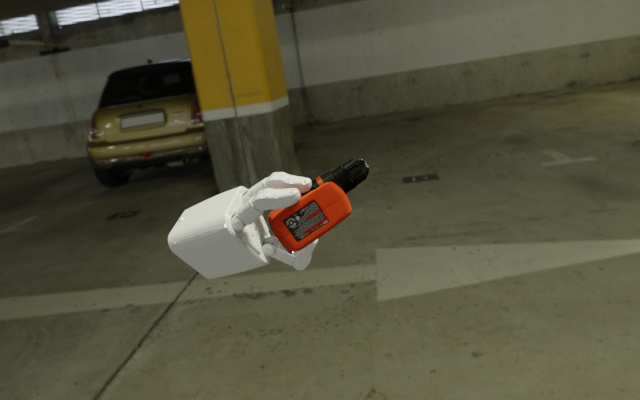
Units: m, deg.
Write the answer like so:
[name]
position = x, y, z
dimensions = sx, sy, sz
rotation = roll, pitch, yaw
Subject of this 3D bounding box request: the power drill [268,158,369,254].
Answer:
[power drill]
position = 0.000, 0.002, 0.698
dimensions = 0.184, 0.057, 0.187
rotation = -36, 5, 4
